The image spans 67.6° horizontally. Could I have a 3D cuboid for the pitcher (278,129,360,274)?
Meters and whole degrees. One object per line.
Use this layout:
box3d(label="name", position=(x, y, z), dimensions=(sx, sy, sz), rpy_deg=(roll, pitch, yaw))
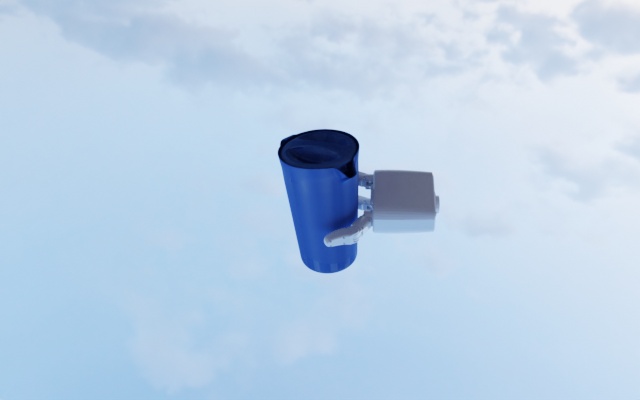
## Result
box3d(label="pitcher", position=(0.000, 0.003, 0.842), dimensions=(0.145, 0.243, 0.149), rpy_deg=(-1, 35, 7))
